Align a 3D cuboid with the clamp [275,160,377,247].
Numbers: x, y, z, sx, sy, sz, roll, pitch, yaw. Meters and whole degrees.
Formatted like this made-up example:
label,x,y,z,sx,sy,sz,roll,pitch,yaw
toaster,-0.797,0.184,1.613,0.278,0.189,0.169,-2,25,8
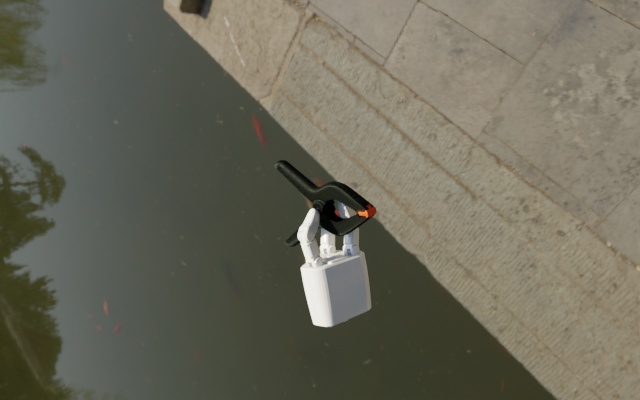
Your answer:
label,x,y,z,sx,sy,sz,roll,pitch,yaw
clamp,0.000,0.003,0.831,0.210,0.164,0.036,-4,13,41
